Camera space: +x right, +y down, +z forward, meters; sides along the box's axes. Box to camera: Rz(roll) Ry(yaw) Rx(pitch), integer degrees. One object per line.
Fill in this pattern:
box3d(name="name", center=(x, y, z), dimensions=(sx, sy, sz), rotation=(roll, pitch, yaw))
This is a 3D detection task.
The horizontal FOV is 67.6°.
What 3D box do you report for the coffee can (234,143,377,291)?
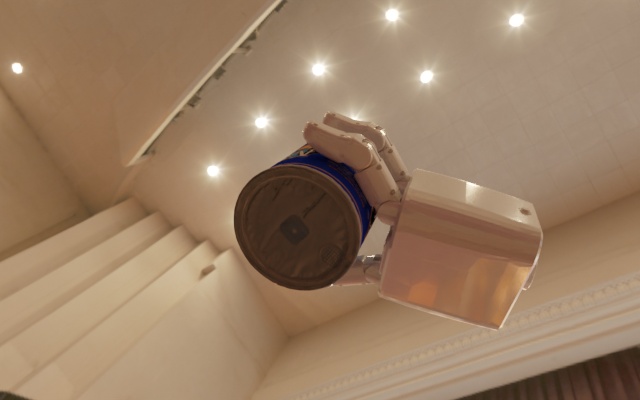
box3d(name="coffee can", center=(0.000, 0.001, 0.425), dimensions=(0.103, 0.103, 0.140), rotation=(0, 19, 18))
